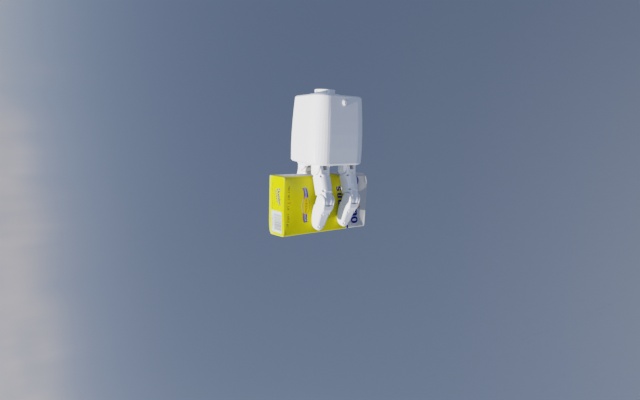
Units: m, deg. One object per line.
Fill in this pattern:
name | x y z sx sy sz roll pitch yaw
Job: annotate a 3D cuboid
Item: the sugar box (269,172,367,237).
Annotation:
sugar box | 0.000 0.002 0.775 0.176 0.093 0.048 -5 12 -38
